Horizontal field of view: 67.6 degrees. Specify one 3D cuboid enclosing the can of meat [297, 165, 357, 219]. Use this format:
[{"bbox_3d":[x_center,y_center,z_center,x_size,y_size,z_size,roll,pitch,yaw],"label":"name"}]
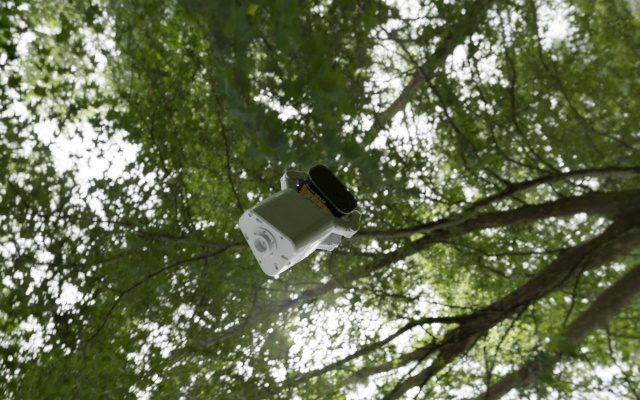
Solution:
[{"bbox_3d":[0.000,0.003,0.846,0.084,0.102,0.057,-47,-7,38],"label":"can of meat"}]
